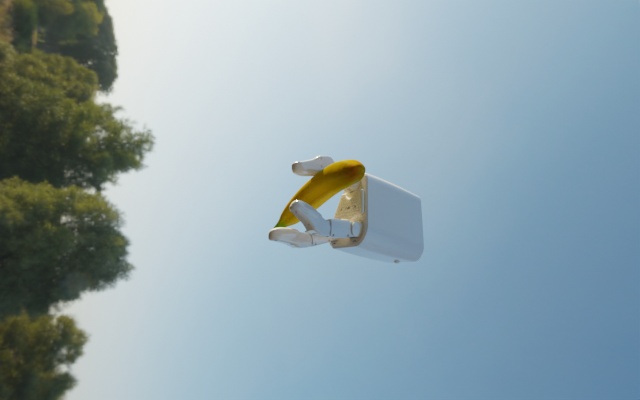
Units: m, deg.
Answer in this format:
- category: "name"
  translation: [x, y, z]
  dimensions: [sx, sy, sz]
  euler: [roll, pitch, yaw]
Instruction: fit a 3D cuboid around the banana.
- category: "banana"
  translation: [0.002, -0.010, 0.639]
  dimensions: [0.037, 0.069, 0.198]
  euler: [33, -44, -19]
